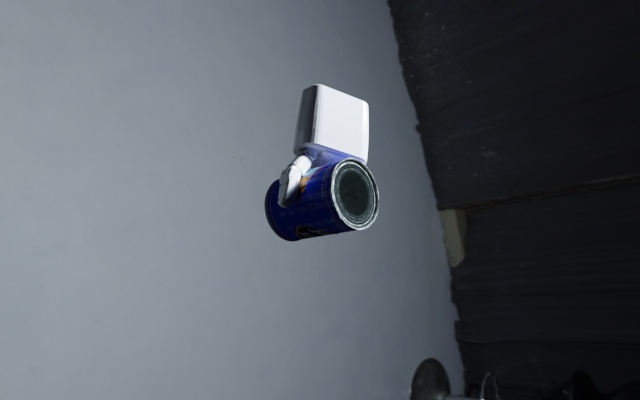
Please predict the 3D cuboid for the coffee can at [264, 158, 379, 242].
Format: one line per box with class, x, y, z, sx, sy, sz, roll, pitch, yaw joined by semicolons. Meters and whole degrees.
coffee can;0.000;0.002;0.708;0.140;0.103;0.103;-13;-9;43
